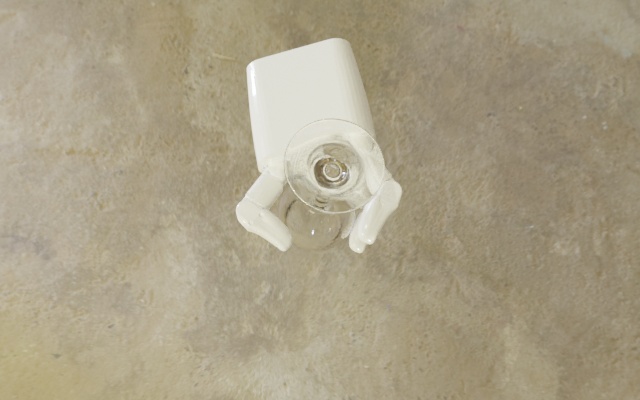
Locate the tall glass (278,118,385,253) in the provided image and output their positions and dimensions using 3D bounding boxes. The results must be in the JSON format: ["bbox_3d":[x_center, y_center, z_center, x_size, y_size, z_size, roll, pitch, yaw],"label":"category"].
[{"bbox_3d":[0.000,0.001,0.441,0.079,0.079,0.201,0,-17,-6],"label":"tall glass"}]
